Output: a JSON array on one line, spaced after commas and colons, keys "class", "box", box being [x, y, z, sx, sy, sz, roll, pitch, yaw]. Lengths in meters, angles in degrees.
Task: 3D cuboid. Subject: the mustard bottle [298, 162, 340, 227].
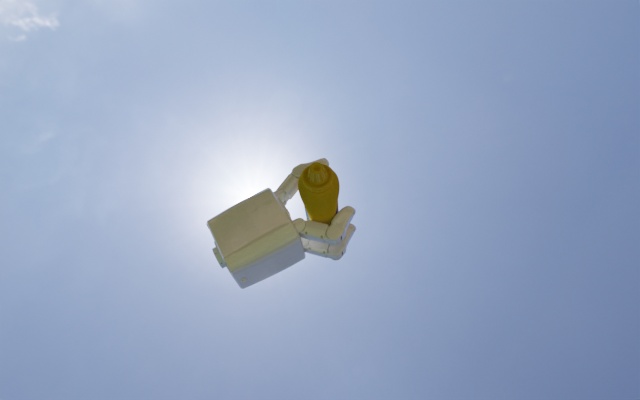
[{"class": "mustard bottle", "box": [0.000, 0.002, 0.704, 0.058, 0.096, 0.192, -6, -28, 2]}]
